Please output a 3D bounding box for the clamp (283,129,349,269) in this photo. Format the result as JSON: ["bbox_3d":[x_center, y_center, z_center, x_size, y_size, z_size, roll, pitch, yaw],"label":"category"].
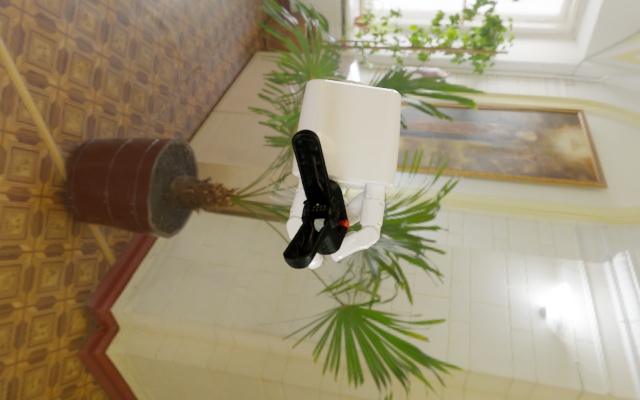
[{"bbox_3d":[0.001,0.002,0.472,0.039,0.120,0.171,7,-2,12],"label":"clamp"}]
